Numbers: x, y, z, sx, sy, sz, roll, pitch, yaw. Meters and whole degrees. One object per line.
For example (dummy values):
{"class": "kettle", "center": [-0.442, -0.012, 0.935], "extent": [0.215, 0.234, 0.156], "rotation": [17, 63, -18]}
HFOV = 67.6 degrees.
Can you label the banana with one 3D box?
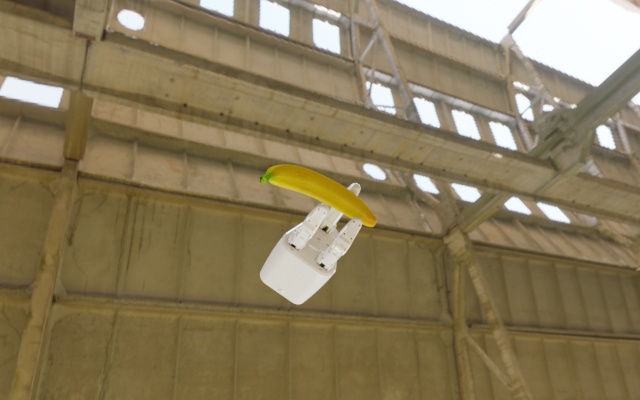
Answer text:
{"class": "banana", "center": [-0.004, -0.012, 0.717], "extent": [0.198, 0.069, 0.037], "rotation": [20, -50, -22]}
